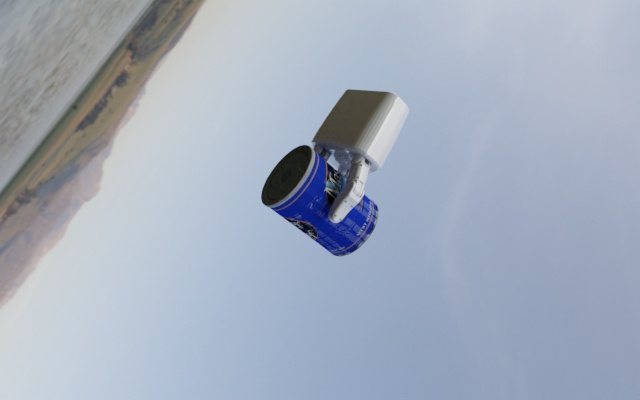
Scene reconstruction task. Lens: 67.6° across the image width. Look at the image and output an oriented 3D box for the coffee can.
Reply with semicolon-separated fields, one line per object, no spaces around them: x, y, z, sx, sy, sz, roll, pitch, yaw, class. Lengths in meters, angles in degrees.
0.000;0.002;0.690;0.140;0.102;0.103;38;-20;-28;coffee can
